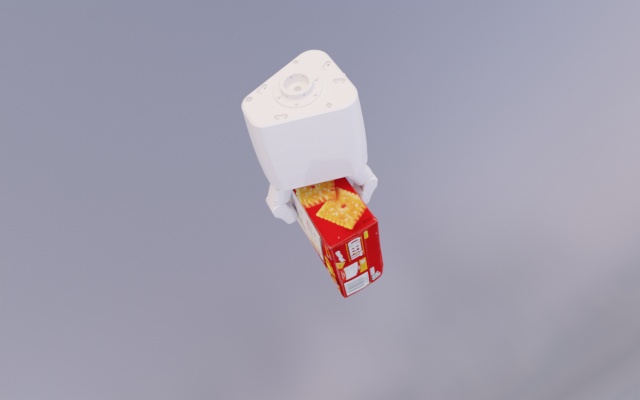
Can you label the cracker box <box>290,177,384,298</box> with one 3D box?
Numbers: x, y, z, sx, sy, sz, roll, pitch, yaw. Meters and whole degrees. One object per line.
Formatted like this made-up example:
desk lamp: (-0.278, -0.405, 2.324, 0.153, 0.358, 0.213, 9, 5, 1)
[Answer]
cracker box: (0.000, 0.002, 0.636, 0.072, 0.213, 0.164, -28, -32, -7)
